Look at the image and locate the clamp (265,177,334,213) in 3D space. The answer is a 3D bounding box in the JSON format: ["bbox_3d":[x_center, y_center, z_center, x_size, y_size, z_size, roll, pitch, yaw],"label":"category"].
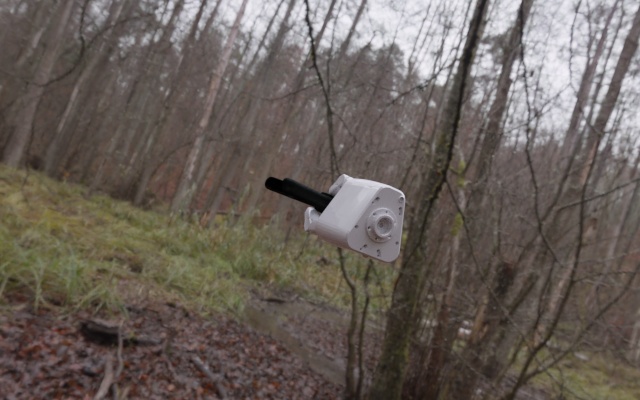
[{"bbox_3d":[0.001,0.002,0.855,0.210,0.036,0.164,23,-2,-23],"label":"clamp"}]
